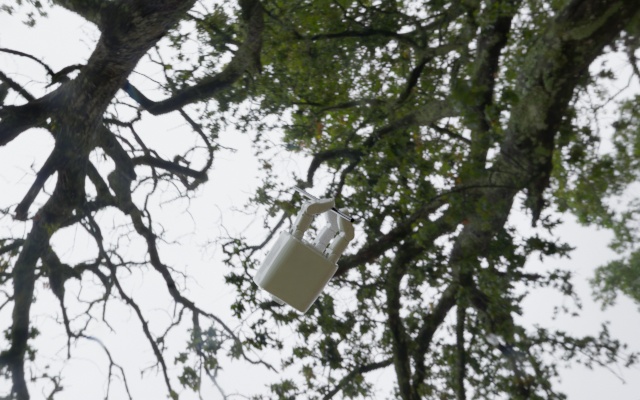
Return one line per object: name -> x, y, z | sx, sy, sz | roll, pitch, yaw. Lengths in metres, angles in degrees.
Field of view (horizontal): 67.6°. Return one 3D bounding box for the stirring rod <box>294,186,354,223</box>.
stirring rod -> 0.000, 0.003, 0.896 | 0.011, 0.011, 0.239 | 0, 15, -27
